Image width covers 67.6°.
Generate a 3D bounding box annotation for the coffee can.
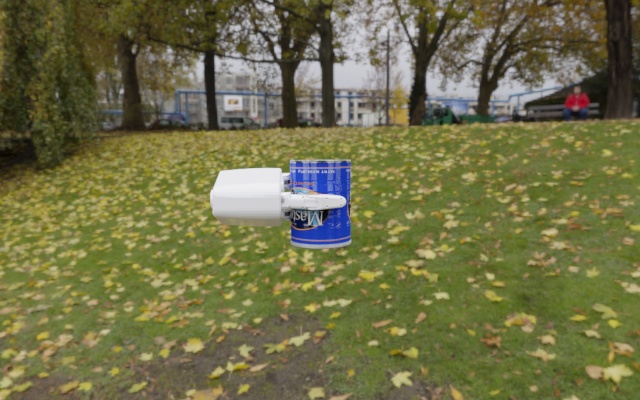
[{"bbox_3d":[0.000,0.003,0.799,0.103,0.140,0.103,0,6,0],"label":"coffee can"}]
